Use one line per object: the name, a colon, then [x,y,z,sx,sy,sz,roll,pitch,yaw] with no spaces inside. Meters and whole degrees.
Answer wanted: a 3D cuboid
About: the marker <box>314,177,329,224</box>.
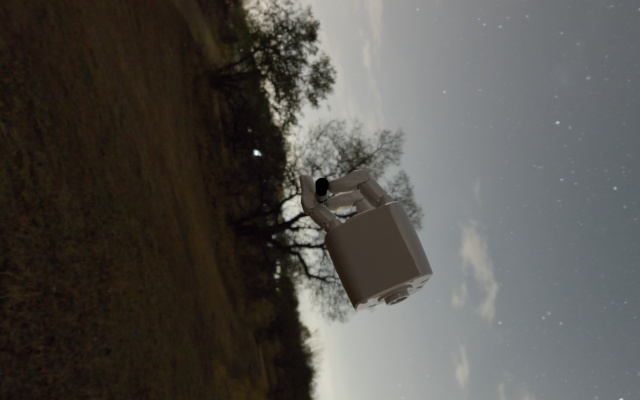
marker: [0.000,0.002,0.684,0.020,0.020,0.121,0,-27,-2]
